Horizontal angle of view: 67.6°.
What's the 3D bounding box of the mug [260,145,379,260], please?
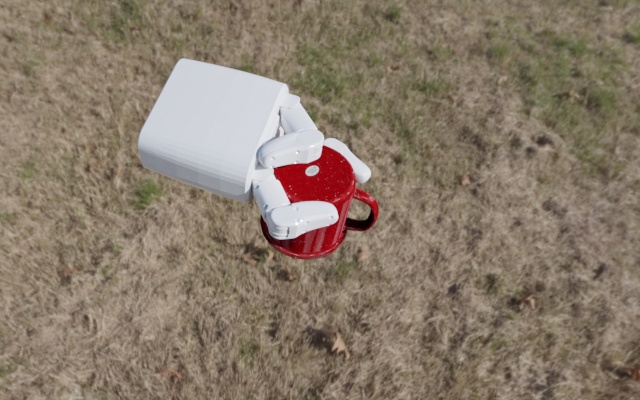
[{"bbox_3d":[0.001,0.002,0.472,0.117,0.093,0.082,16,-39,2],"label":"mug"}]
